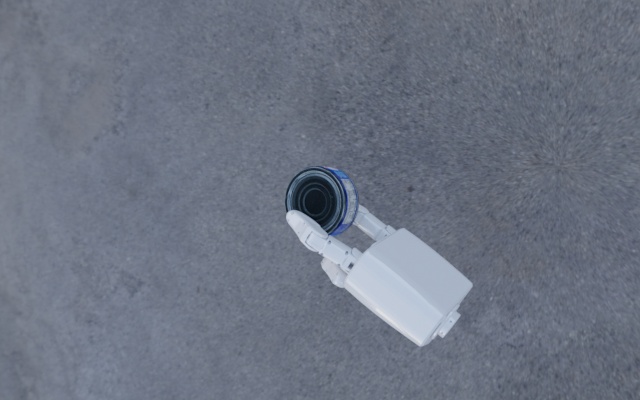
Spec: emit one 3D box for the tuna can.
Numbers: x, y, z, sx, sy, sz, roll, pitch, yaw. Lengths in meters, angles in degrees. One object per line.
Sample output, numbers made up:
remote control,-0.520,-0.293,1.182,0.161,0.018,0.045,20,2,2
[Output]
tuna can,0.000,0.002,0.565,0.086,0.086,0.034,0,1,31
